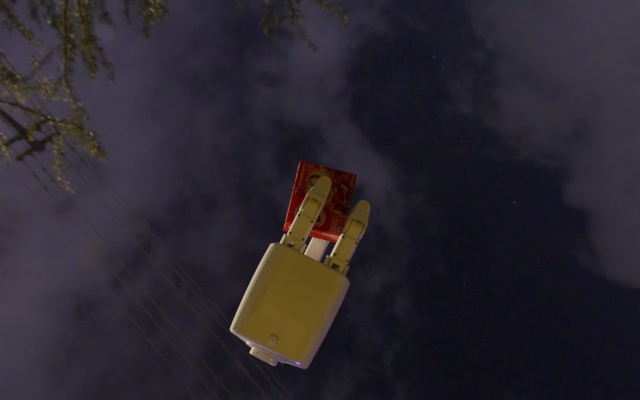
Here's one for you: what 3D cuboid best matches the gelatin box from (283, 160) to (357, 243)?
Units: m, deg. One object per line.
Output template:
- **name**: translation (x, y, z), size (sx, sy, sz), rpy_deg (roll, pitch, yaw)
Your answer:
- **gelatin box**: translation (0.000, 0.002, 0.582), size (0.073, 0.089, 0.030), rpy_deg (14, -26, -3)
